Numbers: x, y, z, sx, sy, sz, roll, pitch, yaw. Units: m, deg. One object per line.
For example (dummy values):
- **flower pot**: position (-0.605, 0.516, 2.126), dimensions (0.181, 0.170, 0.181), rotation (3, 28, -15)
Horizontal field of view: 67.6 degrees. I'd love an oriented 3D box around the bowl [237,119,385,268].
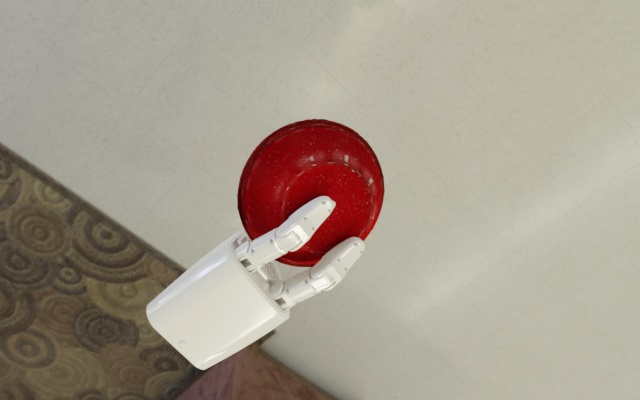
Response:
- **bowl**: position (0.001, 0.001, 0.481), dimensions (0.162, 0.162, 0.055), rotation (0, 15, -17)
